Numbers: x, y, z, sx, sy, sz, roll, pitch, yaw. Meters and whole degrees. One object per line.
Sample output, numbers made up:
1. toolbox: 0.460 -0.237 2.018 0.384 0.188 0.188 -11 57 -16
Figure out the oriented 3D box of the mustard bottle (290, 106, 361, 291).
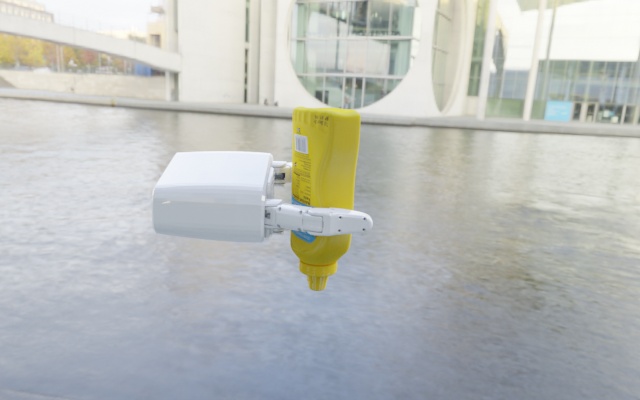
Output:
1. mustard bottle: 0.000 0.001 0.494 0.058 0.192 0.096 -3 14 -26
